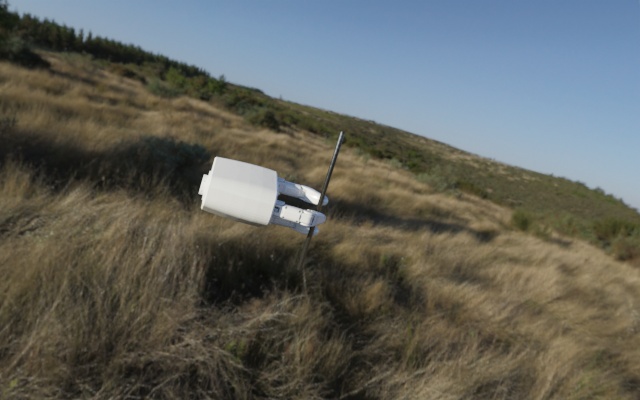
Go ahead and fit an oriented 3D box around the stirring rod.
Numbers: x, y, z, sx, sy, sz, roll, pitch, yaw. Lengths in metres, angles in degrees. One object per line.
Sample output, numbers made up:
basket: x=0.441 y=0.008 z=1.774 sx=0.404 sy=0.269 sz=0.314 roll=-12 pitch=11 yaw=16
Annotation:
stirring rod: x=0.000 y=0.003 z=0.788 sx=0.011 sy=0.239 sz=0.011 roll=17 pitch=8 yaw=-2
